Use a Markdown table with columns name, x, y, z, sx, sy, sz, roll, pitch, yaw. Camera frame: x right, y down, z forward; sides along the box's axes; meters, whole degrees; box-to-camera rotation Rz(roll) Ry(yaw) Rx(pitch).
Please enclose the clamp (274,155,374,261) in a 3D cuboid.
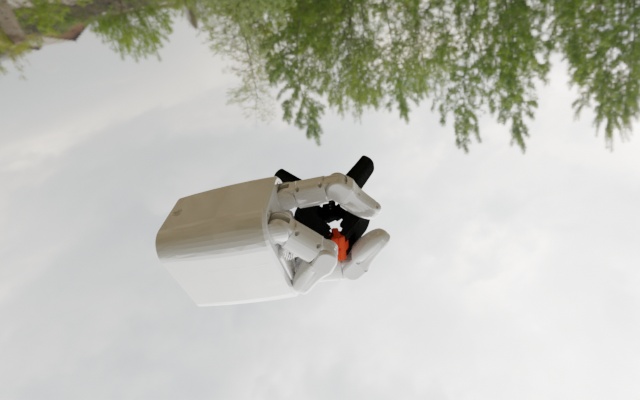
| name | x | y | z | sx | sy | sz | roll | pitch | yaw |
| --- | --- | --- | --- | --- | --- | --- | --- | --- | --- |
| clamp | 0.000 | 0.002 | 0.517 | 0.120 | 0.039 | 0.171 | -10 | 29 | 10 |
